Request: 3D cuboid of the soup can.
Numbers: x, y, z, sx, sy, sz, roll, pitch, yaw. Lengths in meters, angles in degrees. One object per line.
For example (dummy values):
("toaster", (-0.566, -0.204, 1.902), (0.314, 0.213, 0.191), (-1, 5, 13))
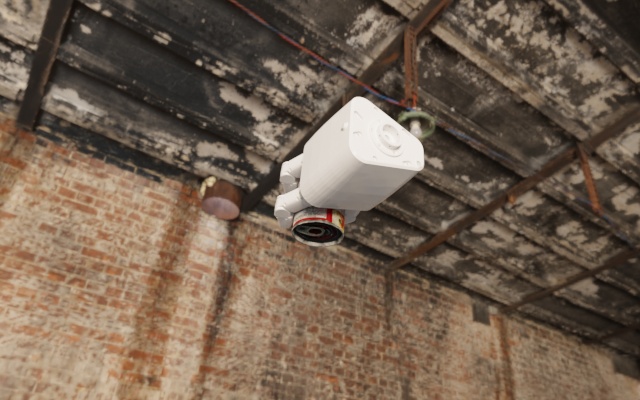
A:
("soup can", (0.000, 0.002, 0.644), (0.068, 0.102, 0.068), (4, -32, 2))
